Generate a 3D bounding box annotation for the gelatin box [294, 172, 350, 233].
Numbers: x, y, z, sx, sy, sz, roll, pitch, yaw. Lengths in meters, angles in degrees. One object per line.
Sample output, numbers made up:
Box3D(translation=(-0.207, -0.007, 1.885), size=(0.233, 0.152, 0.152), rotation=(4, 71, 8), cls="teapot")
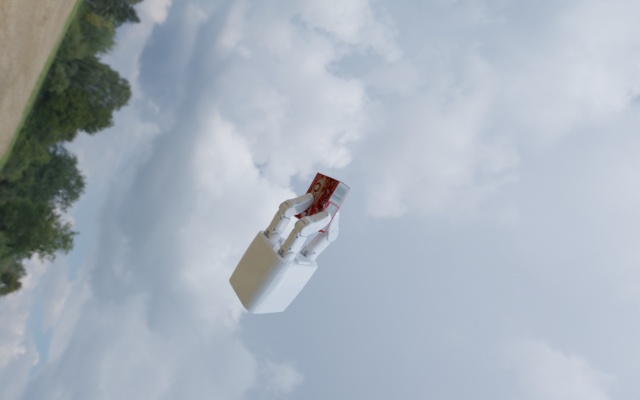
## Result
Box3D(translation=(0.001, 0.003, 0.802), size=(0.030, 0.089, 0.073), rotation=(32, -3, -33), cls="gelatin box")
